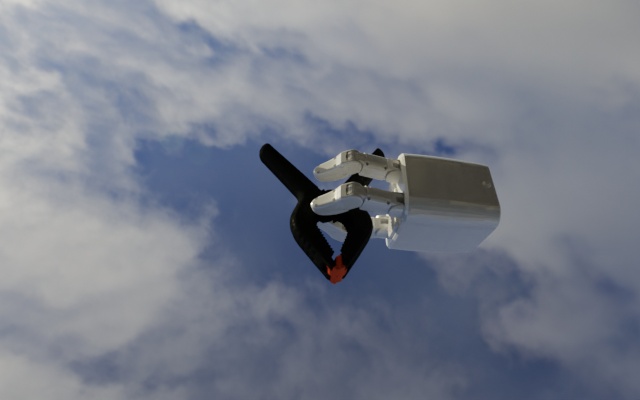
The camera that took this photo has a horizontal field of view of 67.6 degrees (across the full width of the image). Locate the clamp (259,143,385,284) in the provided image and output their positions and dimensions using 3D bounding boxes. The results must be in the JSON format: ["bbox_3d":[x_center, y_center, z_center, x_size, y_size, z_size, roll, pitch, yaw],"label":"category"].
[{"bbox_3d":[0.000,0.003,0.567,0.164,0.209,0.036,6,-44,-3],"label":"clamp"}]
